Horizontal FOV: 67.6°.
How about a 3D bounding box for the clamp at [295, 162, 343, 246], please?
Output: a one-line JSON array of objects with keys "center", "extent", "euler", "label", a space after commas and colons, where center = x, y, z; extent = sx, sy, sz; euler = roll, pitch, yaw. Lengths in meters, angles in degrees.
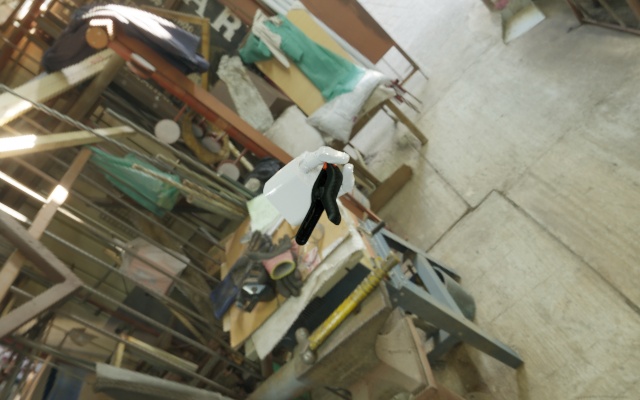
[{"center": [0.000, 0.002, 0.881], "extent": [0.039, 0.171, 0.120], "euler": [37, -51, -25], "label": "clamp"}]
